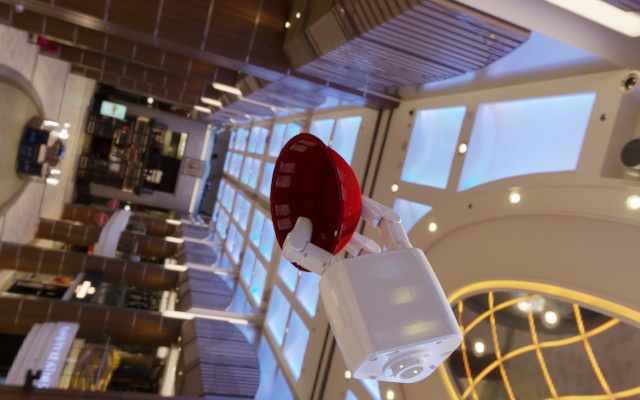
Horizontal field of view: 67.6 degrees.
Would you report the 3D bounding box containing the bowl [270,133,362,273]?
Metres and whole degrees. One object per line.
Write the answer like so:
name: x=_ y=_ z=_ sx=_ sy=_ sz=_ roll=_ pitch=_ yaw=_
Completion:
bowl: x=0.000 y=0.001 z=0.569 sx=0.055 sy=0.162 sz=0.162 roll=-3 pitch=2 yaw=-34
